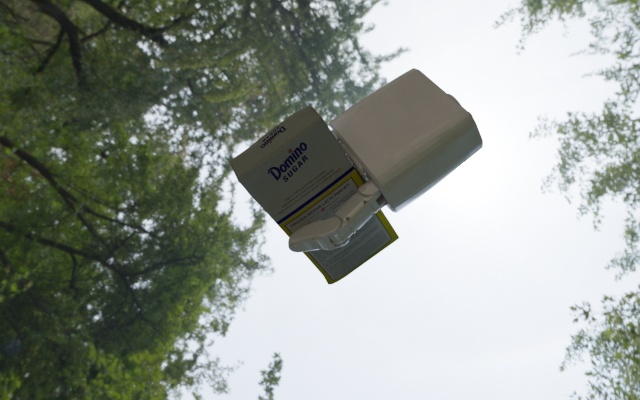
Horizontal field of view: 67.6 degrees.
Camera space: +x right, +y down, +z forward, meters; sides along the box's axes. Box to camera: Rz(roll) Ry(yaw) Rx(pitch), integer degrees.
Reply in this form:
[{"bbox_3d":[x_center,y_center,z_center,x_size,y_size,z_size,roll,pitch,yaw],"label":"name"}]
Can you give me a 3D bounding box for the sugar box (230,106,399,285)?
[{"bbox_3d":[0.000,0.001,0.474,0.093,0.176,0.048,-36,35,1],"label":"sugar box"}]
